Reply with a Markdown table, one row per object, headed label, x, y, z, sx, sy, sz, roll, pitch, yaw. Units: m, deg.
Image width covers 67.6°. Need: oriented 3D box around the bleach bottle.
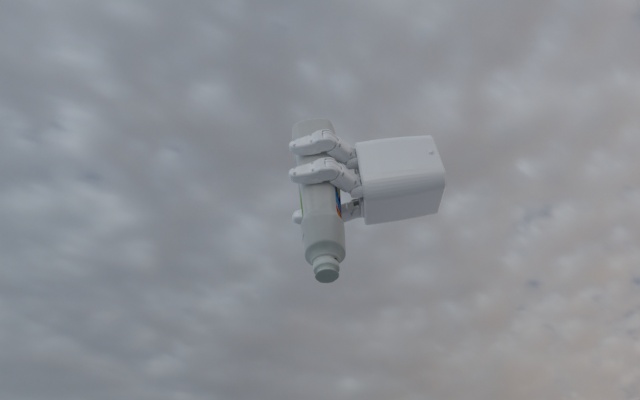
| label | x | y | z | sx | sy | sz | roll | pitch | yaw |
| --- | --- | --- | --- | --- | --- | --- | --- | --- | --- |
| bleach bottle | 0.000 | 0.002 | 0.639 | 0.068 | 0.250 | 0.103 | -8 | -43 | 3 |
